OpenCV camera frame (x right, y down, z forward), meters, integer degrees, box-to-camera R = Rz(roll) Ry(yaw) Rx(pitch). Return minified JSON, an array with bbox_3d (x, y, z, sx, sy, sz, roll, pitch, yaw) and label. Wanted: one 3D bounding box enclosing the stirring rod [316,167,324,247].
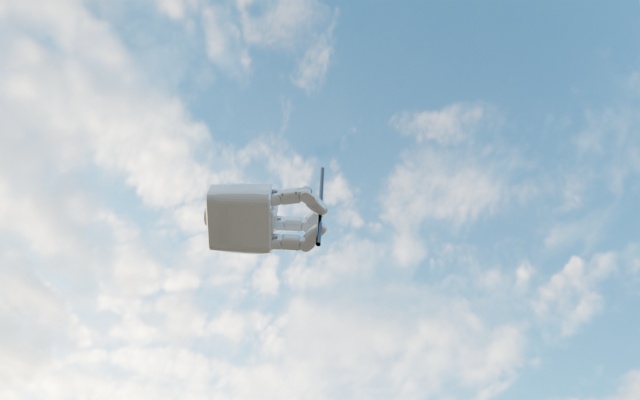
[{"bbox_3d":[0.000,0.003,0.827,0.011,0.011,0.239,0,32,2],"label":"stirring rod"}]
